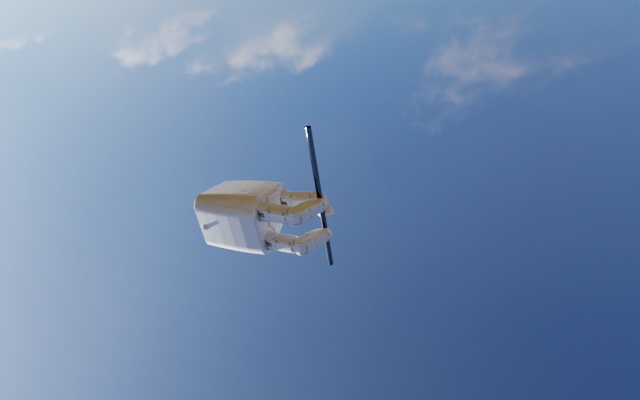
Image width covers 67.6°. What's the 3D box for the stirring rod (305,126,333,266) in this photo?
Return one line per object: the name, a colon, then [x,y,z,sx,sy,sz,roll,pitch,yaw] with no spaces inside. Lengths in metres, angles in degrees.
stirring rod: [0.000,0.002,0.691,0.011,0.240,0.011,-6,34,4]
